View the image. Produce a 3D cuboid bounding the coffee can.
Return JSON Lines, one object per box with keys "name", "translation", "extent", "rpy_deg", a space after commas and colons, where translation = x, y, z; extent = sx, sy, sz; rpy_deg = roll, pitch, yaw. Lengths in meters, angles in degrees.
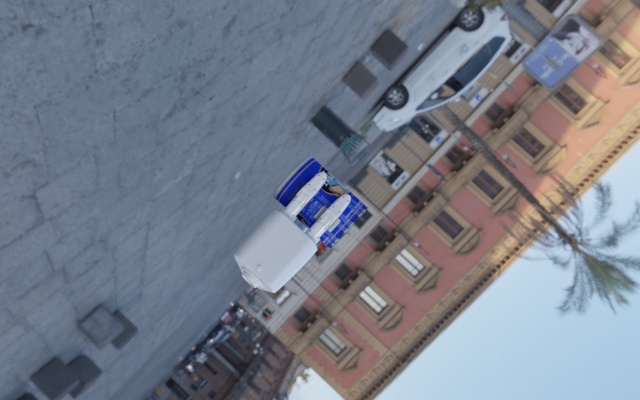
{"name": "coffee can", "translation": [0.000, 0.003, 0.858], "extent": [0.140, 0.103, 0.103], "rpy_deg": [42, 3, 3]}
